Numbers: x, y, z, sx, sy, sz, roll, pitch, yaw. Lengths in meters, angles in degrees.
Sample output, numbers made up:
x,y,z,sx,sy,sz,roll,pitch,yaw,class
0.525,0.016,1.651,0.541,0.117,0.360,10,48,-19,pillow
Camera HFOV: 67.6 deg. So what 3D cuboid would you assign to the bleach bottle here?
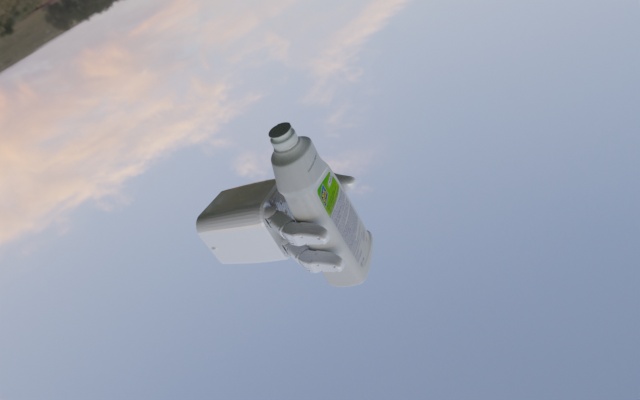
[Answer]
x,y,z,sx,sy,sz,roll,pitch,yaw,class
0.000,0.002,0.619,0.068,0.102,0.251,-9,-48,21,bleach bottle
